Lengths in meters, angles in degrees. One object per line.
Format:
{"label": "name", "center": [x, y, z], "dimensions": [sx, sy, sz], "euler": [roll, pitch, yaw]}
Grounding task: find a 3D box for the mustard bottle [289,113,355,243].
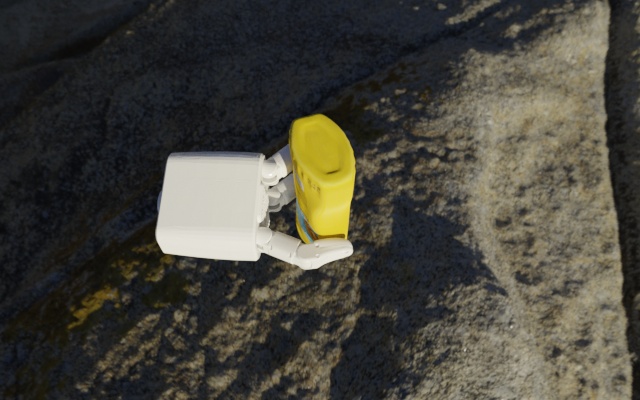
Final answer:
{"label": "mustard bottle", "center": [0.000, 0.002, 0.534], "dimensions": [0.058, 0.096, 0.192], "euler": [-18, -32, -12]}
